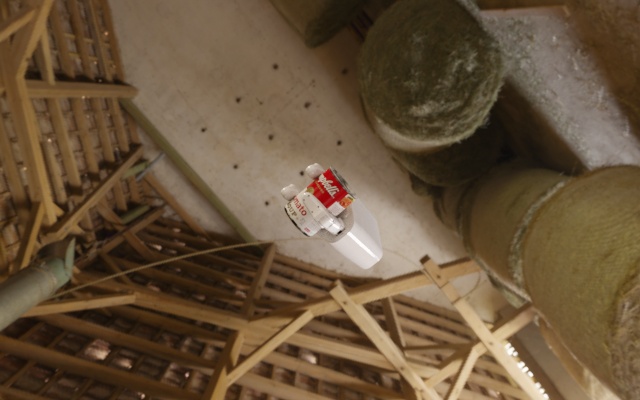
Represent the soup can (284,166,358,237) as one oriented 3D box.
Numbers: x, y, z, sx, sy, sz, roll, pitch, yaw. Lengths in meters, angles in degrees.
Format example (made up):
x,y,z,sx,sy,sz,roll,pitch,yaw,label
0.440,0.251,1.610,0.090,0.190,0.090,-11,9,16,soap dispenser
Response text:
x,y,z,sx,sy,sz,roll,pitch,yaw,label
0.000,0.003,0.776,0.102,0.068,0.068,-40,-8,9,soup can
